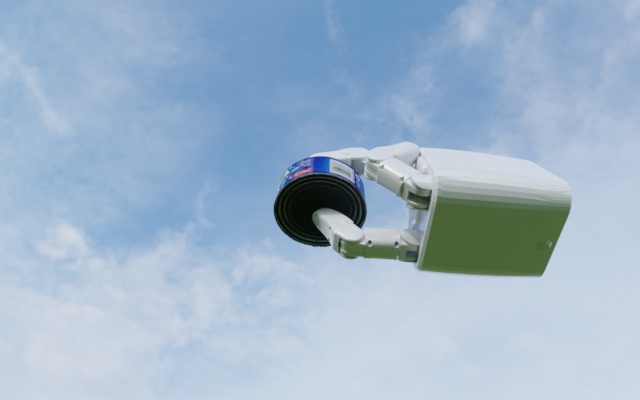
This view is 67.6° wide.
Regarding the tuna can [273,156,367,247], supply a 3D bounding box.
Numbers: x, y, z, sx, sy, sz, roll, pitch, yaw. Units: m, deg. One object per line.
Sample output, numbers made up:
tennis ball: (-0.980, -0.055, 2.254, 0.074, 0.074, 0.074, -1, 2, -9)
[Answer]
tuna can: (0.000, 0.001, 0.450, 0.086, 0.086, 0.033, 0, 37, 2)
